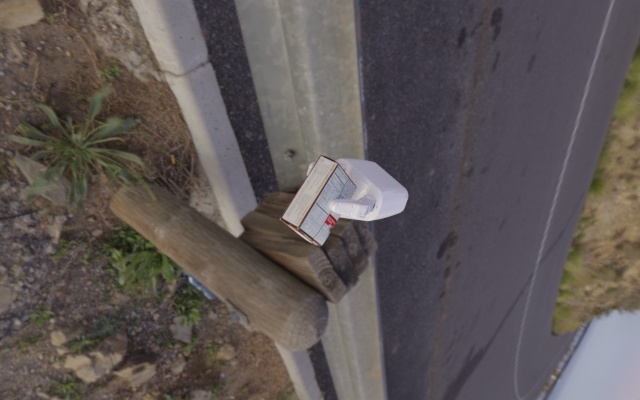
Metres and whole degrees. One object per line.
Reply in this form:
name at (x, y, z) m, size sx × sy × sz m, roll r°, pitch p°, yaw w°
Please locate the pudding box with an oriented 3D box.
pudding box at (0.000, 0.002, 0.701) m, size 0.039 × 0.113 × 0.090 m, roll 25°, pitch -10°, yaw 30°
